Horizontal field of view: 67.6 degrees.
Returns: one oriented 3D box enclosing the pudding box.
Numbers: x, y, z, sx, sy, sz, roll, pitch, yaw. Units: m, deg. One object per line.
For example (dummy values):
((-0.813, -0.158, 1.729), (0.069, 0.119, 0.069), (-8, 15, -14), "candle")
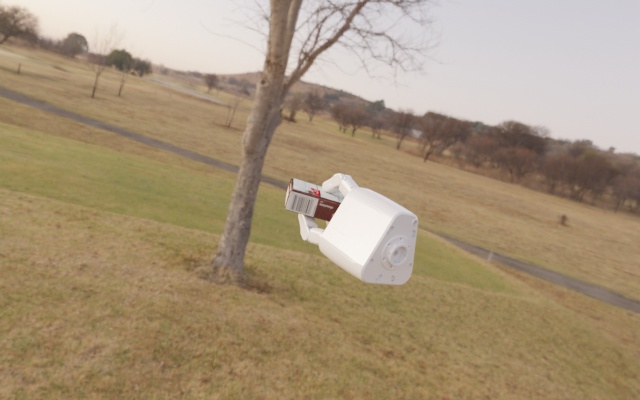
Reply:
((0.000, 0.002, 0.781), (0.113, 0.039, 0.090), (18, 12, -7), "pudding box")
